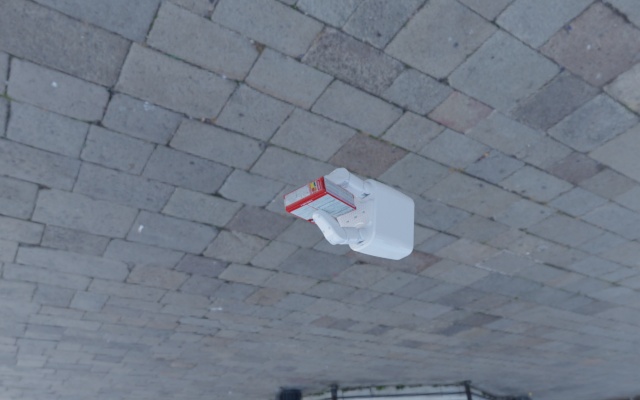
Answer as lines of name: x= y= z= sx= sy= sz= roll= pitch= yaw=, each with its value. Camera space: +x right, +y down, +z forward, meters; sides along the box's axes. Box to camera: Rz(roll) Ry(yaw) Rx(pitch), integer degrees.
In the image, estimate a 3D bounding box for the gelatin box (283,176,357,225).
gelatin box: x=0.000 y=0.003 z=0.718 sx=0.073 sy=0.030 sz=0.089 roll=-25 pitch=-29 yaw=27
